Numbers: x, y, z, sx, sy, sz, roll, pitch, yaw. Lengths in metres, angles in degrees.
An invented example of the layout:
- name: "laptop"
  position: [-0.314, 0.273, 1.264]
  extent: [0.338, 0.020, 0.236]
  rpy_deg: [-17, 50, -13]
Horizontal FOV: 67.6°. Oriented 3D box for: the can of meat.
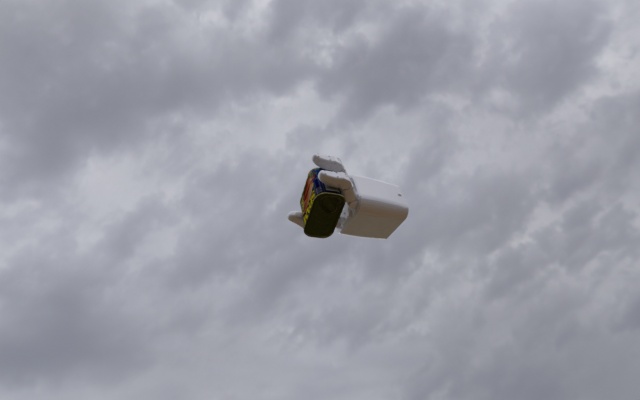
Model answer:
- name: "can of meat"
  position: [0.000, 0.003, 0.869]
  extent: [0.057, 0.102, 0.084]
  rpy_deg: [7, 36, -17]
